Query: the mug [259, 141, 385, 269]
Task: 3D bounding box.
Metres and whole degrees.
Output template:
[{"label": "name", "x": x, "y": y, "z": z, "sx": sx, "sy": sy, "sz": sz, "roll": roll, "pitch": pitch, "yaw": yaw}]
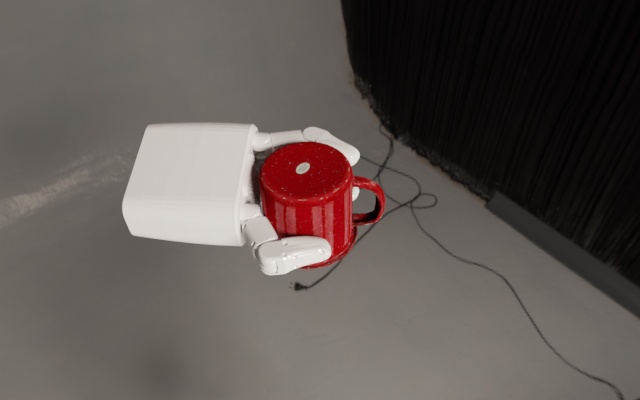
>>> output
[{"label": "mug", "x": 0.002, "y": 0.001, "z": 0.434, "sx": 0.117, "sy": 0.093, "sz": 0.082, "roll": 2, "pitch": -44, "yaw": 4}]
